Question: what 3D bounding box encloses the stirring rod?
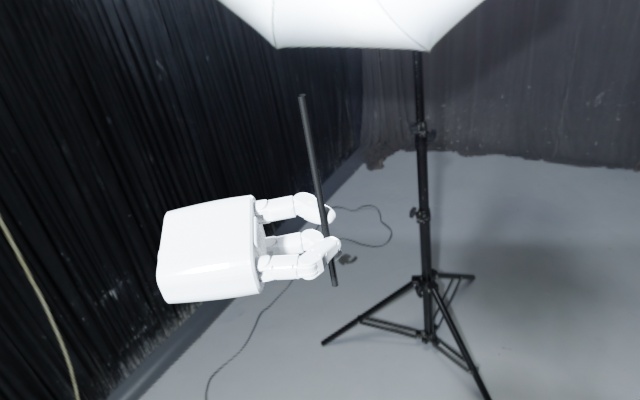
[{"bbox_3d":[0.000,0.002,0.511,0.011,0.240,0.011,-7,33,5],"label":"stirring rod"}]
